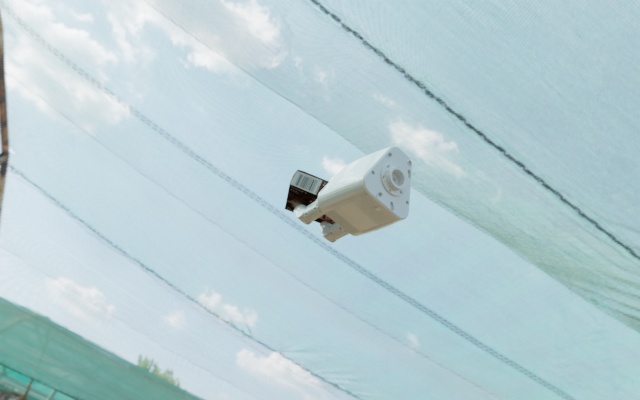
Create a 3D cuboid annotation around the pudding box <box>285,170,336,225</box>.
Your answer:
[{"bbox_3d":[0.000,0.002,0.806,0.113,0.039,0.090,24,-30,3],"label":"pudding box"}]
